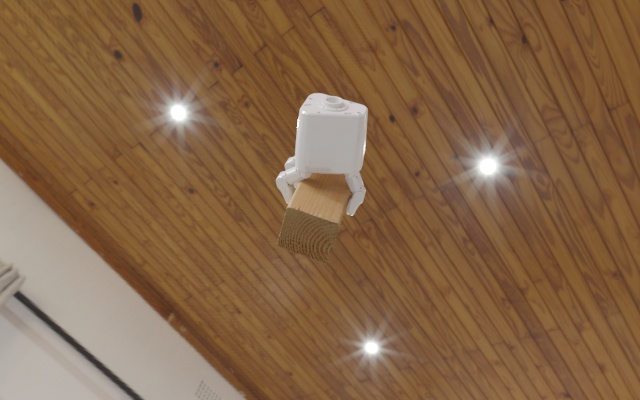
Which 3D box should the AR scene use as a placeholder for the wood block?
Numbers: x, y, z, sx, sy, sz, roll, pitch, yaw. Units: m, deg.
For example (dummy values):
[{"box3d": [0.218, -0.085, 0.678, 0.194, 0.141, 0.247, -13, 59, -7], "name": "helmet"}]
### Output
[{"box3d": [0.001, 0.003, 0.857, 0.091, 0.090, 0.206, 19, 35, 2], "name": "wood block"}]
